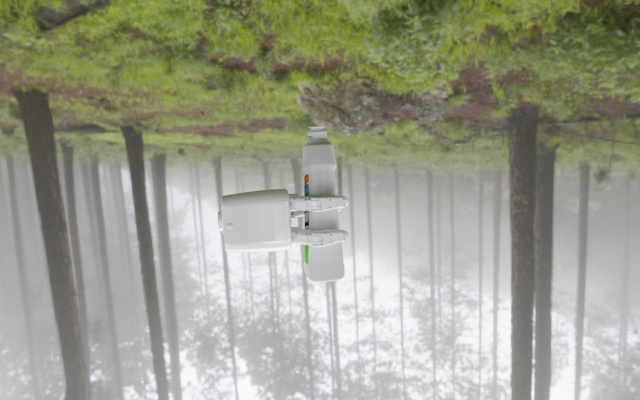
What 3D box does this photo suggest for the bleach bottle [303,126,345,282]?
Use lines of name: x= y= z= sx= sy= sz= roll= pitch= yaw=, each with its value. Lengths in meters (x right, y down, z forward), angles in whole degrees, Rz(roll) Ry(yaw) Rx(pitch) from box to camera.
bleach bottle: x=0.000 y=0.003 z=0.800 sx=0.068 sy=0.251 sz=0.102 roll=-4 pitch=9 yaw=-7
